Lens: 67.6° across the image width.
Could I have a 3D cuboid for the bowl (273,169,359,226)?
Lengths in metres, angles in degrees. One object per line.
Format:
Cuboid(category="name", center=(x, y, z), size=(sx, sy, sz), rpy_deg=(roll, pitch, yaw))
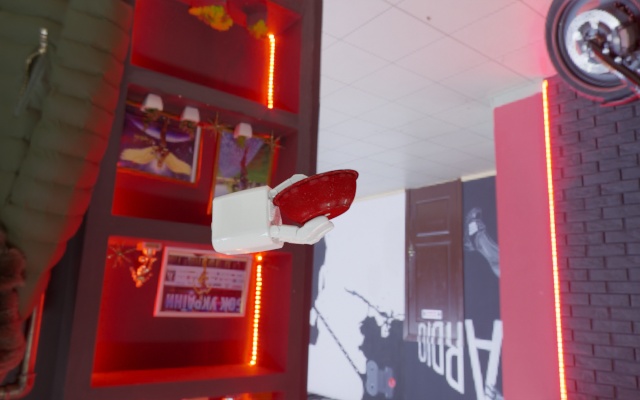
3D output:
Cuboid(category="bowl", center=(0.001, 0.003, 0.839), size=(0.162, 0.055, 0.162), rpy_deg=(-18, -14, -5))
